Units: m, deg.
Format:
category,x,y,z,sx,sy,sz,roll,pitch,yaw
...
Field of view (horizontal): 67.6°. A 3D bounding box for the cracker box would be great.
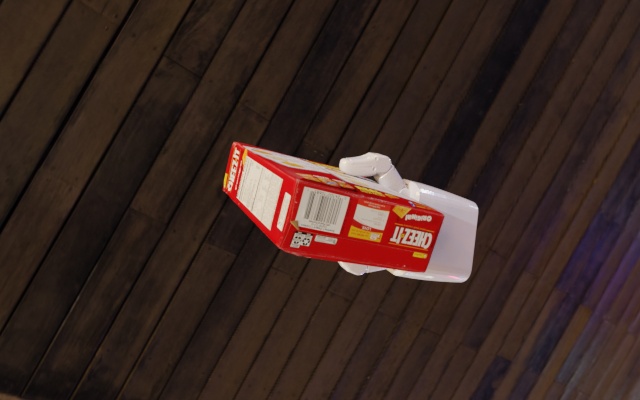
category,x,y,z,sx,sy,sz,roll,pitch,yaw
cracker box,0.000,0.002,0.521,0.164,0.072,0.213,12,9,-27
